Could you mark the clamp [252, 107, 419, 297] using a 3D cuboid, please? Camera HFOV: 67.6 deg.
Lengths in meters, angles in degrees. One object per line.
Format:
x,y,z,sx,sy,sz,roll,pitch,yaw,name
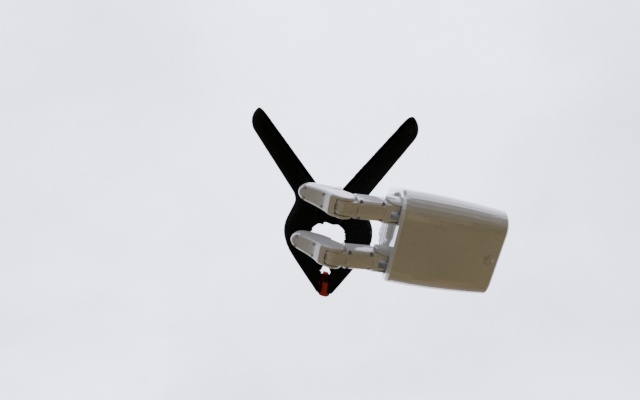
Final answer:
0.000,0.002,0.505,0.164,0.210,0.036,11,21,1,clamp
